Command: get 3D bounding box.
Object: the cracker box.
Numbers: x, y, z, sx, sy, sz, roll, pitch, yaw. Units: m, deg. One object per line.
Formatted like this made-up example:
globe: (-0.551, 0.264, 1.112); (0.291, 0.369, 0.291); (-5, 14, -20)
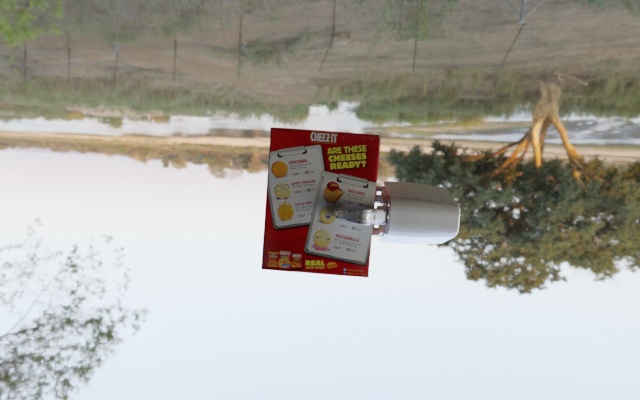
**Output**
cracker box: (0.000, 0.003, 0.734); (0.164, 0.214, 0.072); (4, 4, -1)
